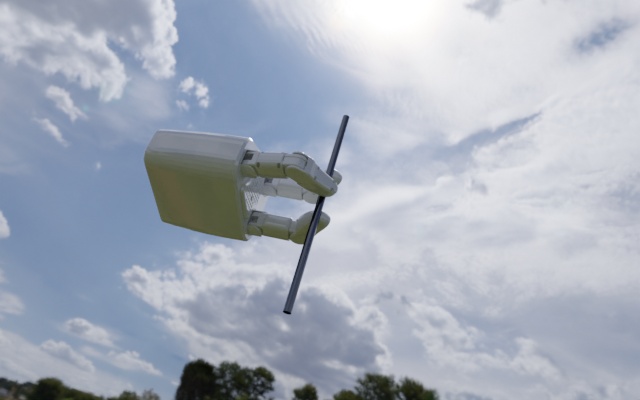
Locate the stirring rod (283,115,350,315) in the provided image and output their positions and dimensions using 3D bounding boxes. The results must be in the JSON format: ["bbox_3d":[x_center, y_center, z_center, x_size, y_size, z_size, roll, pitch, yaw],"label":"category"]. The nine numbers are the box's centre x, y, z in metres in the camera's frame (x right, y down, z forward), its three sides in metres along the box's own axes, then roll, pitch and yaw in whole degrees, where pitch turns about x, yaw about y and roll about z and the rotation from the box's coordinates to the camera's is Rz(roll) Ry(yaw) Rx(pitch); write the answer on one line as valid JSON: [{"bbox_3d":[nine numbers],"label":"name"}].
[{"bbox_3d":[0.000,0.002,0.484,0.011,0.239,0.011,12,-33,8],"label":"stirring rod"}]
